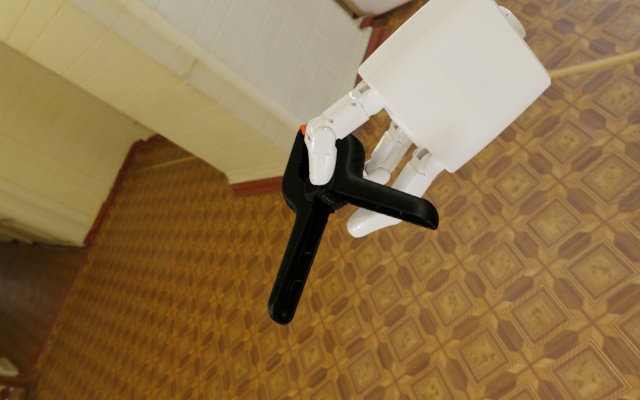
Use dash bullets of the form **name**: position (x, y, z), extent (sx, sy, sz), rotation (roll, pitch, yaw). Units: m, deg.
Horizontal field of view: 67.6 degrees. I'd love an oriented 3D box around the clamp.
- **clamp**: position (0.000, 0.001, 0.442), extent (0.036, 0.164, 0.209), rotation (39, 18, -37)
